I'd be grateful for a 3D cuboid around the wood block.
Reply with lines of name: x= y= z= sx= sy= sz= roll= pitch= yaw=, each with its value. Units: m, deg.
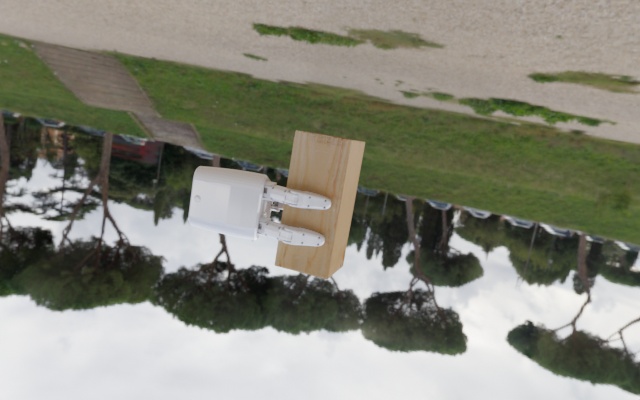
wood block: x=0.000 y=0.002 z=0.737 sx=0.090 sy=0.206 sz=0.091 roll=12 pitch=9 yaw=16
